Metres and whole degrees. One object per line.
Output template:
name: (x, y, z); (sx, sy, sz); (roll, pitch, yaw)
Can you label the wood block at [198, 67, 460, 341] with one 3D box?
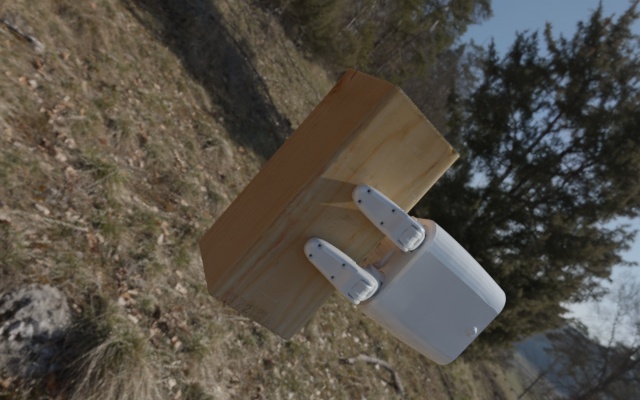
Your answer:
wood block: (0.000, 0.001, 0.405); (0.090, 0.206, 0.090); (39, 5, -28)
